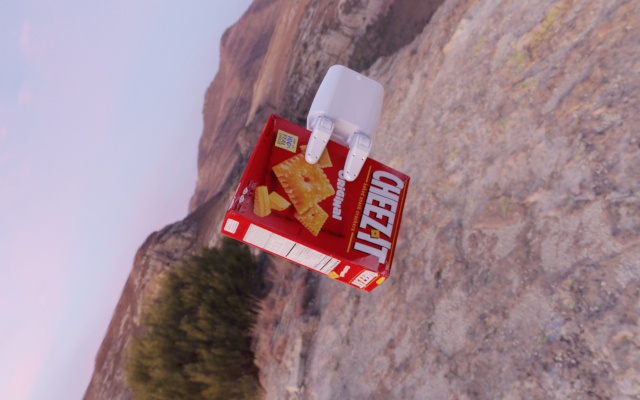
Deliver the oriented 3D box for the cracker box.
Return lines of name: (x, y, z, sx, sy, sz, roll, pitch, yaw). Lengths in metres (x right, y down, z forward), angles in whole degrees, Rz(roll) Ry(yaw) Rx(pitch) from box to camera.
cracker box: (0.000, 0.002, 0.630, 0.214, 0.164, 0.072, 23, -32, -8)
